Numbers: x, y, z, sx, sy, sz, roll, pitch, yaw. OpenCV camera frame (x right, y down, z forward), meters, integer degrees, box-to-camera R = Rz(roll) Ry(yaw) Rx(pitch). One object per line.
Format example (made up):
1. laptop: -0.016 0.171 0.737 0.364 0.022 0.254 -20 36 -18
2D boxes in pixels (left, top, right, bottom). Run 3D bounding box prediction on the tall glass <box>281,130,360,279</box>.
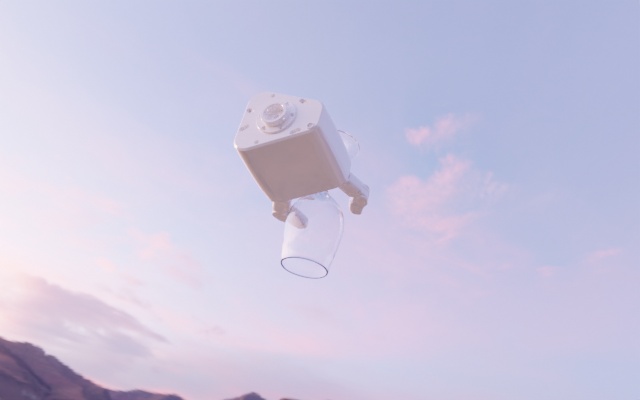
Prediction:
1. tall glass: 0.000 0.002 0.651 0.079 0.201 0.079 10 -30 6
